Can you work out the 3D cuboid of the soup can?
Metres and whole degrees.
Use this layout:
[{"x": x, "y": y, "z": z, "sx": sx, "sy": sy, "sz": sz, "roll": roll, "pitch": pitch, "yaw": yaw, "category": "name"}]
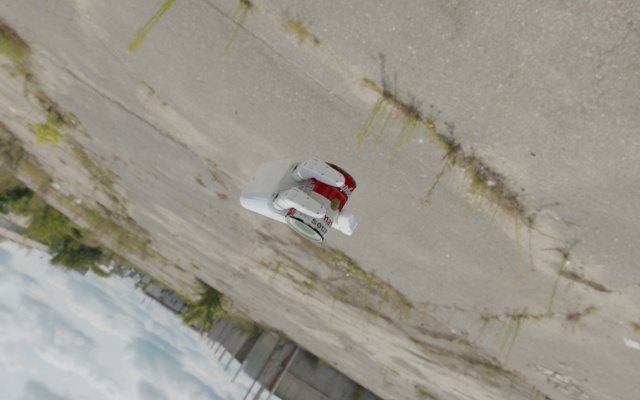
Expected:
[{"x": 0.000, "y": 0.003, "z": 0.715, "sx": 0.068, "sy": 0.102, "sz": 0.068, "roll": 29, "pitch": -18, "yaw": 11, "category": "soup can"}]
